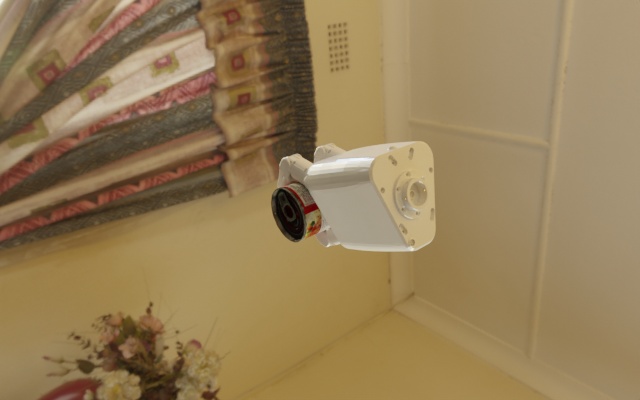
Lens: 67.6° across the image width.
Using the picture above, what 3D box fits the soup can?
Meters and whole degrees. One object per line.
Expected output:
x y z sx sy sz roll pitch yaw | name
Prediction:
0.000 0.002 0.588 0.102 0.068 0.068 -22 12 -33 | soup can
